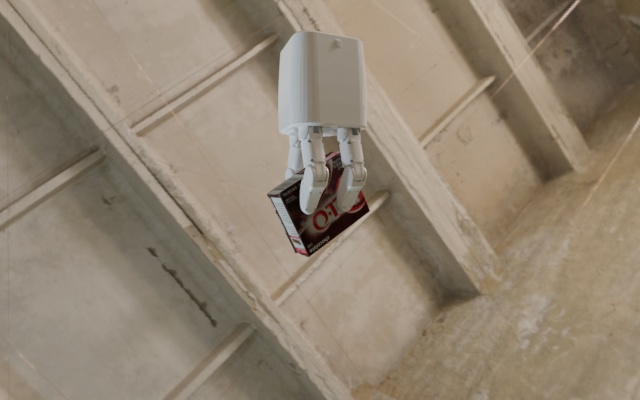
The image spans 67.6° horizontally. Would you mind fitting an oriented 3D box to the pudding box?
[{"bbox_3d":[0.000,0.002,0.597,0.113,0.090,0.039,-34,21,-26],"label":"pudding box"}]
